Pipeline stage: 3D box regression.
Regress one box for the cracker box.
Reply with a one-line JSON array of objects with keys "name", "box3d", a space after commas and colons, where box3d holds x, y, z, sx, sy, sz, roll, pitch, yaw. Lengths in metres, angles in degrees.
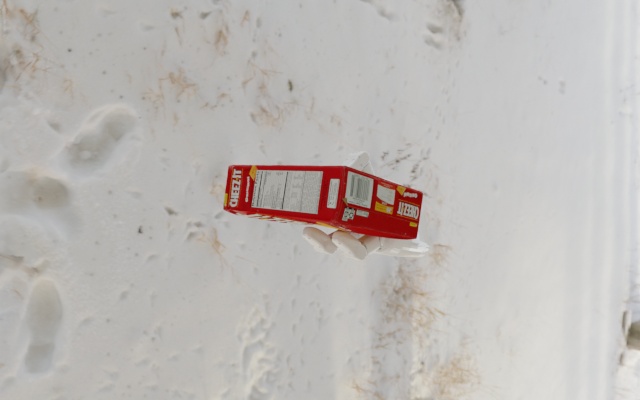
[{"name": "cracker box", "box3d": [0.000, 0.002, 0.635, 0.213, 0.072, 0.164, 4, -7, 44]}]
